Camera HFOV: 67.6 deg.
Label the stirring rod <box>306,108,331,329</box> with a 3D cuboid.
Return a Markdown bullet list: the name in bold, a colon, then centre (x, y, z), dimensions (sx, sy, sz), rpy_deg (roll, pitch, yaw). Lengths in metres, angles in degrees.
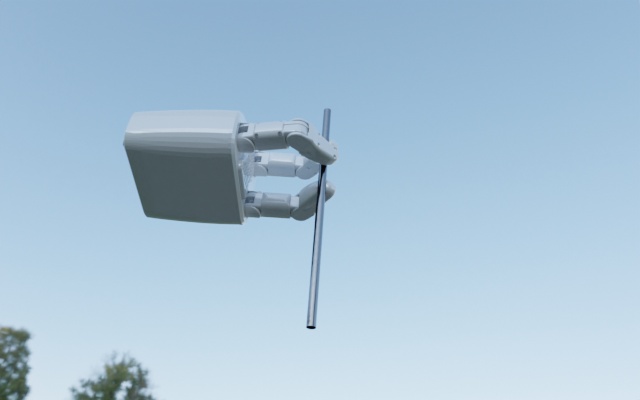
- **stirring rod**: centre (0.000, 0.001, 0.441), dimensions (0.011, 0.239, 0.011), rpy_deg (3, -36, 2)
